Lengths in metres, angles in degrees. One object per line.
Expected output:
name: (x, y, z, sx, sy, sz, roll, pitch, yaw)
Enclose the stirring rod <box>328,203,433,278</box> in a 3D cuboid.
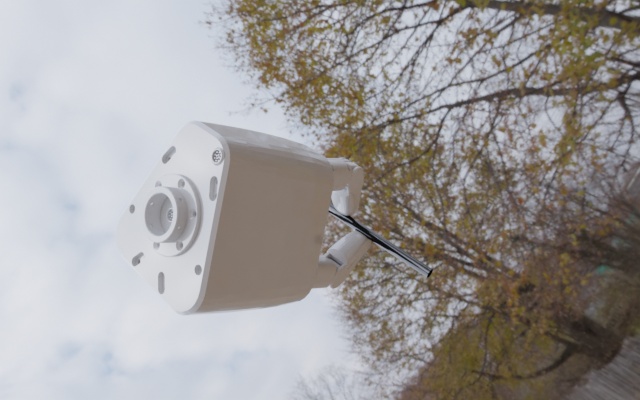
stirring rod: (0.000, 0.001, 0.439, 0.239, 0.011, 0.011, 33, 18, 31)
